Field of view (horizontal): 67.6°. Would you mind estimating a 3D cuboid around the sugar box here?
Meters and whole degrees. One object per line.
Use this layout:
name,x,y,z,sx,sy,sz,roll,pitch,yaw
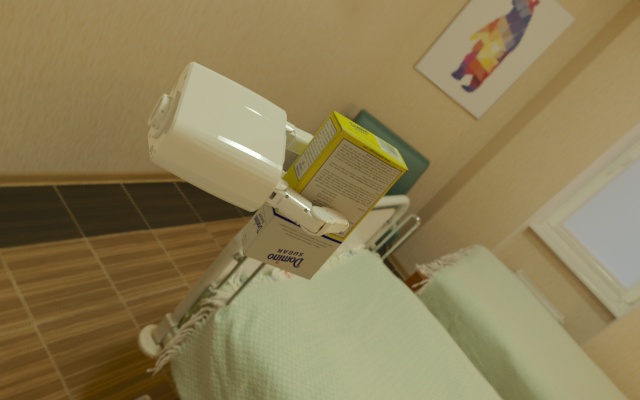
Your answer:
sugar box,0.000,0.001,0.508,0.093,0.176,0.048,27,28,-30
